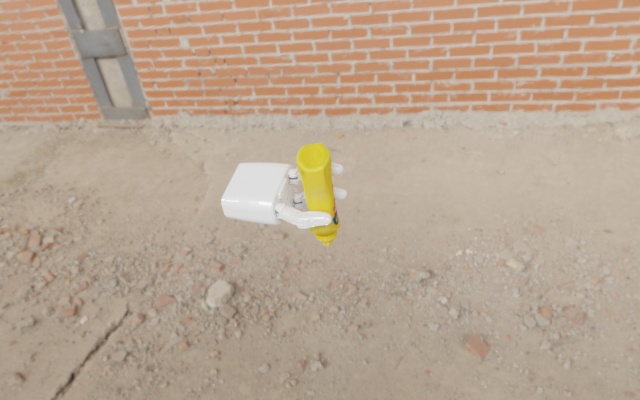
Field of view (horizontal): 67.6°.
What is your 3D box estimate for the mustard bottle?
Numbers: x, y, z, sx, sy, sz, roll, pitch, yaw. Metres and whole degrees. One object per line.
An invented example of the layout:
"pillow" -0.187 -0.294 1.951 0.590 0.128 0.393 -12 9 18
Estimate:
"mustard bottle" 0.000 0.003 0.844 0.058 0.192 0.096 -9 34 1
